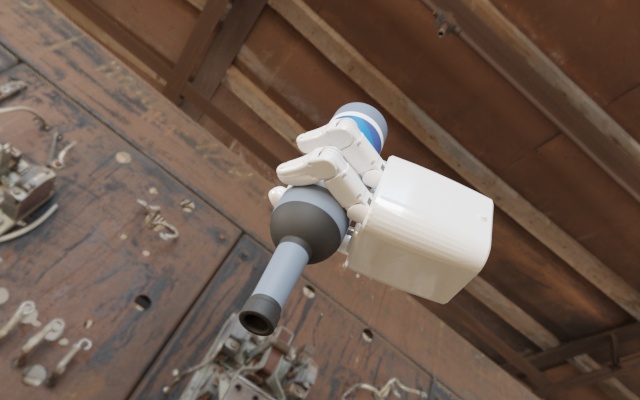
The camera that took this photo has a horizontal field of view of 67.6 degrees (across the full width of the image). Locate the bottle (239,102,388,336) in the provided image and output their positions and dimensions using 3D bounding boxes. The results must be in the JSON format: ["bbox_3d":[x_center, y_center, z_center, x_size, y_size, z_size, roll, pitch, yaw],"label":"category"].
[{"bbox_3d":[0.000,0.001,0.446,0.069,0.069,0.295,0,35,22],"label":"bottle"}]
